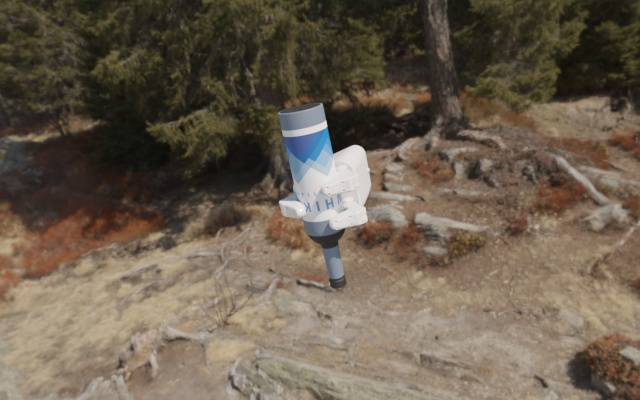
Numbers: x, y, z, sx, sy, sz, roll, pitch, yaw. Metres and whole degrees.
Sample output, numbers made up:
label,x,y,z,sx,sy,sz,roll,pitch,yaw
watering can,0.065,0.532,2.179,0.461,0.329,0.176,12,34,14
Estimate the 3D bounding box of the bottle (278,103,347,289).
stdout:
label,x,y,z,sx,sy,sz,roll,pitch,yaw
bottle,0.000,0.002,0.739,0.069,0.296,0.069,-11,19,4
